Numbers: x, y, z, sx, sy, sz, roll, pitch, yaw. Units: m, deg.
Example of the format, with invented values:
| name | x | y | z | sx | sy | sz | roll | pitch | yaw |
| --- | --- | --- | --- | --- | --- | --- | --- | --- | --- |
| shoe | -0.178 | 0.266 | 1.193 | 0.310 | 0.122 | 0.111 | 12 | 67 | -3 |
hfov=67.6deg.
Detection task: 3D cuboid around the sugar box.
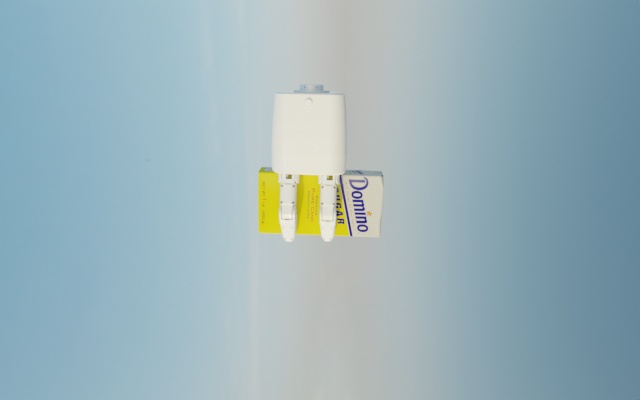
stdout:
| name | x | y | z | sx | sy | sz | roll | pitch | yaw |
| --- | --- | --- | --- | --- | --- | --- | --- | --- | --- |
| sugar box | 0.000 | 0.002 | 0.688 | 0.176 | 0.093 | 0.048 | 2 | 14 | 2 |
